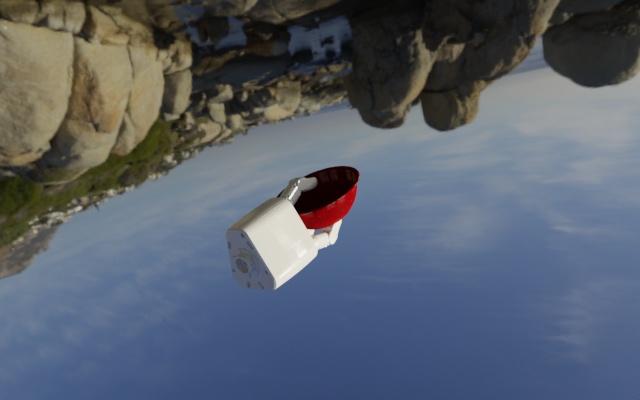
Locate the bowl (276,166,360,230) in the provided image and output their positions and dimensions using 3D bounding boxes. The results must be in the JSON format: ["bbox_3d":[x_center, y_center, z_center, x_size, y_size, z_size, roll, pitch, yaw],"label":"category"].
[{"bbox_3d":[0.001,0.002,0.830,0.162,0.055,0.162,-20,25,10],"label":"bowl"}]
